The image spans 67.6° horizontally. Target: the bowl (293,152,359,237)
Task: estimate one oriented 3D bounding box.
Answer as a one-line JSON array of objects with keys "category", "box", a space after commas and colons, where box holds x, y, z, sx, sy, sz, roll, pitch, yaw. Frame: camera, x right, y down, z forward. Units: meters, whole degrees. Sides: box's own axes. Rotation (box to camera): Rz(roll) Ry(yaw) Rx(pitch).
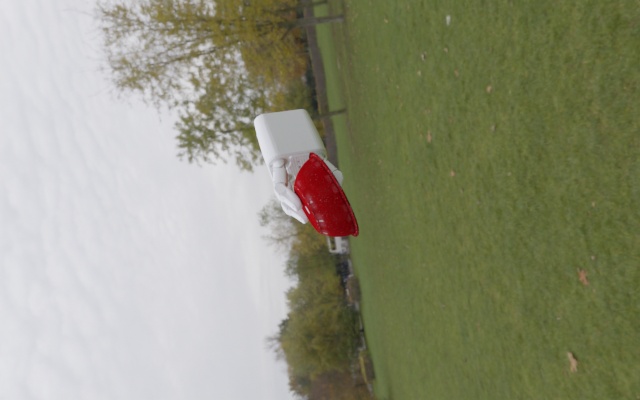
[{"category": "bowl", "box": [0.000, 0.004, 0.799, 0.055, 0.162, 0.162, -29, 5, -10]}]
